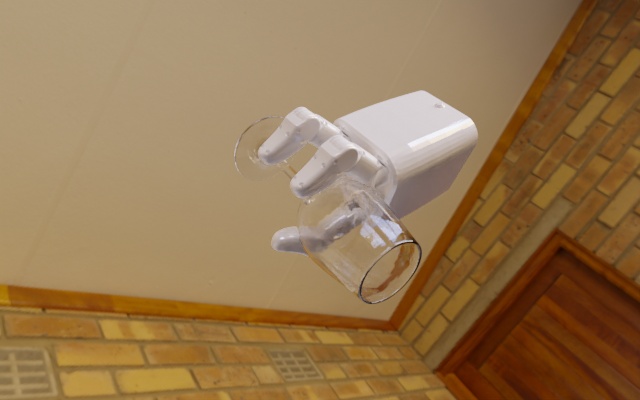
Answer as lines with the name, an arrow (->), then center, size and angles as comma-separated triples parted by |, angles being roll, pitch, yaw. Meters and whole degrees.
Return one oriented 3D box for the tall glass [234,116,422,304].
tall glass -> 0.000, 0.001, 0.427 | 0.079, 0.079, 0.201 | 0, 33, -41
